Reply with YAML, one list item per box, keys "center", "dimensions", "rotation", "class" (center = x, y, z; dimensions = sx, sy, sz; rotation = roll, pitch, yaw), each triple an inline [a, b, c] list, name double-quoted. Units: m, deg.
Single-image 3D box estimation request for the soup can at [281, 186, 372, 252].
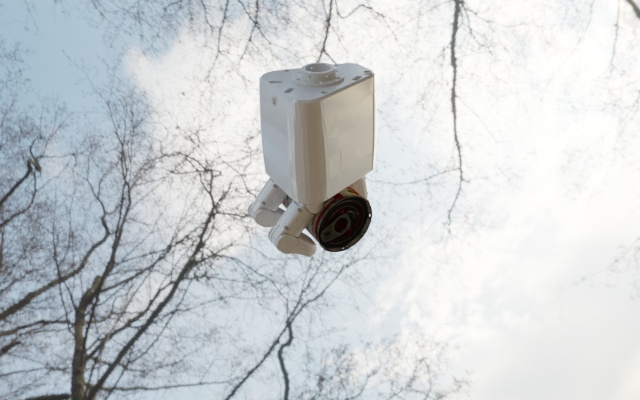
- center: [0.000, 0.002, 0.529]
  dimensions: [0.068, 0.068, 0.102]
  rotation: [0, 28, -36]
  class: "soup can"
